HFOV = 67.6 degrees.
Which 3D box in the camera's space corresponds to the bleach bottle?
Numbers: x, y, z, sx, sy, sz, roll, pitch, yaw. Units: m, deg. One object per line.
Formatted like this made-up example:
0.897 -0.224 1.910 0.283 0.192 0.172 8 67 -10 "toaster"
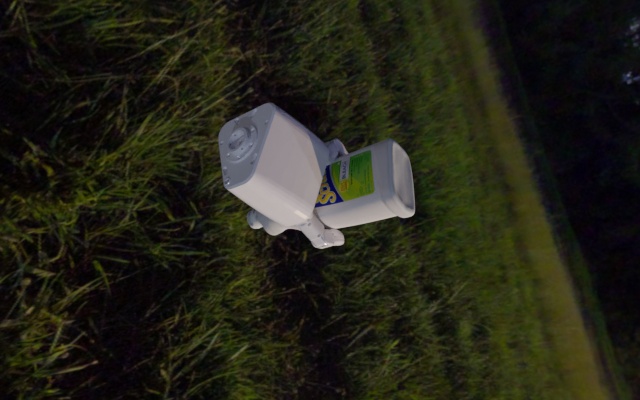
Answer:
0.000 0.002 0.654 0.251 0.102 0.068 -18 -35 31 "bleach bottle"
